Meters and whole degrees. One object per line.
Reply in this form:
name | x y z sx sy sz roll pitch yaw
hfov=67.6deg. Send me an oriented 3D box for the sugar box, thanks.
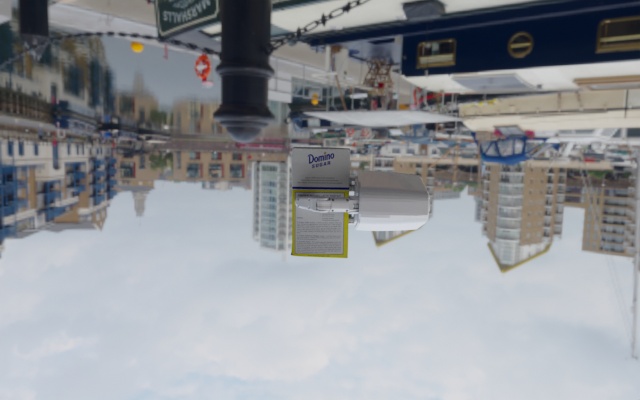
sugar box | 0.000 0.003 0.770 0.093 0.176 0.048 2 6 1
